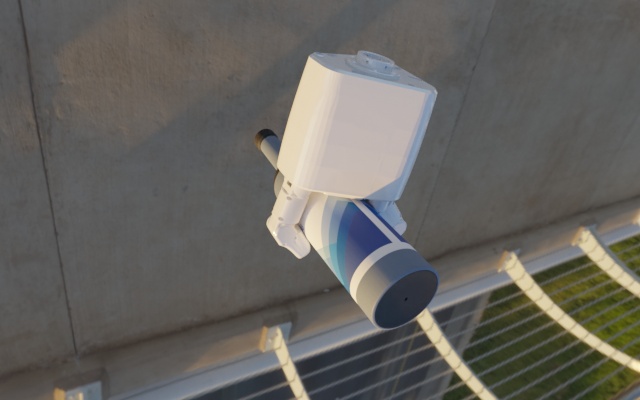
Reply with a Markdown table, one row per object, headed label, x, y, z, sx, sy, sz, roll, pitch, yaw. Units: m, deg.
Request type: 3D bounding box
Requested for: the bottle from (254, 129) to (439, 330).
| label | x | y | z | sx | sy | sz | roll | pitch | yaw |
| --- | --- | --- | --- | --- | --- | --- | --- | --- | --- |
| bottle | 0.000 | 0.002 | 0.486 | 0.069 | 0.069 | 0.295 | 0 | 32 | -34 |
